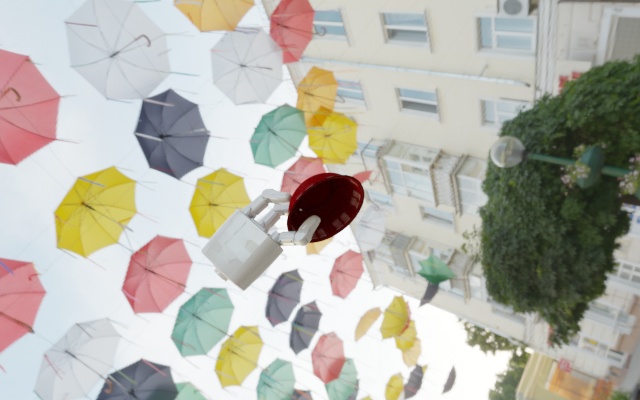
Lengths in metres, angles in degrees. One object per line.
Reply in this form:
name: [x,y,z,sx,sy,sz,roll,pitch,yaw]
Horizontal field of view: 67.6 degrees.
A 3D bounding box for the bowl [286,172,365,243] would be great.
bowl: [0.001,0.002,0.892,0.162,0.162,0.055,0,39,-35]
